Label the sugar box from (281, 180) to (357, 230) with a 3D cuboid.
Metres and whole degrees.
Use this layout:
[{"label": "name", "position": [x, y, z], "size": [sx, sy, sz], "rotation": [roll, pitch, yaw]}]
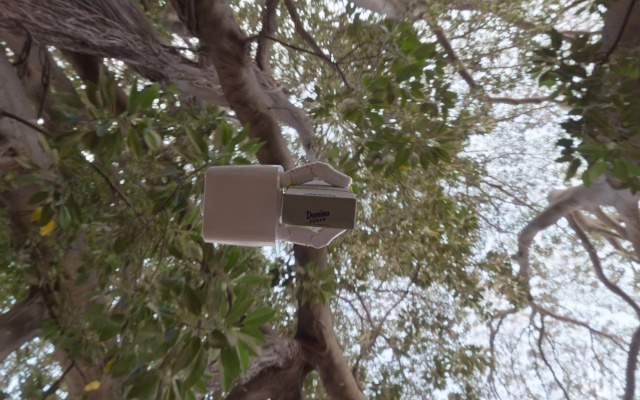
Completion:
[{"label": "sugar box", "position": [0.000, 0.003, 0.667], "size": [0.093, 0.048, 0.176], "rotation": [4, 10, 2]}]
